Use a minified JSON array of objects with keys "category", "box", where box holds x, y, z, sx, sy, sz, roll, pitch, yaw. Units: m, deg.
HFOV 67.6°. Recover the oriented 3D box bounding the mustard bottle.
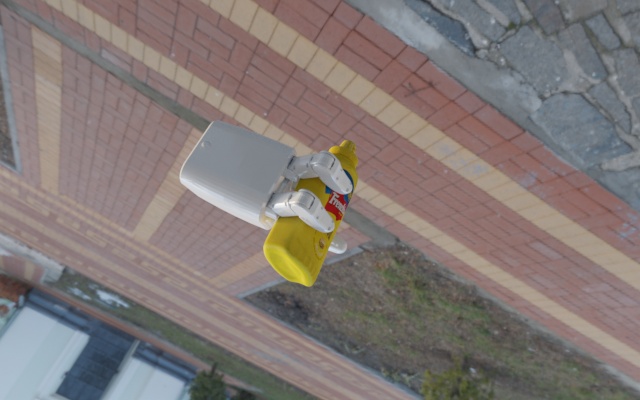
[{"category":"mustard bottle","box":[0.000,0.002,0.588,0.058,0.191,0.096,11,-31,27]}]
